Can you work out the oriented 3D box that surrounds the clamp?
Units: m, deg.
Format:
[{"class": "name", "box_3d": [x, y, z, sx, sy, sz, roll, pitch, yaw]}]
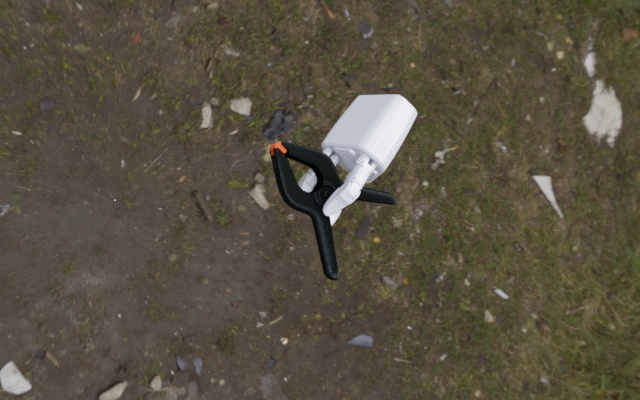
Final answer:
[{"class": "clamp", "box_3d": [0.000, 0.002, 0.690, 0.210, 0.164, 0.036, 39, -18, -19]}]
